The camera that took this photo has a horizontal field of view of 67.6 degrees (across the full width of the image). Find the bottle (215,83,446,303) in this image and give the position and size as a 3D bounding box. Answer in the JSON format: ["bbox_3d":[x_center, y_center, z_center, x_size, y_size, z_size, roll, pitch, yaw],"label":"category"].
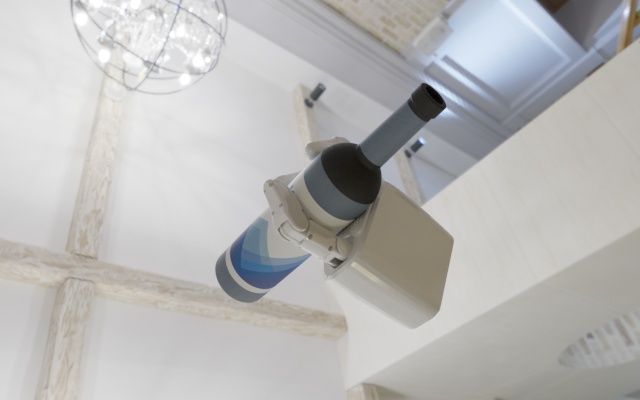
[{"bbox_3d":[0.000,0.002,0.455,0.069,0.069,0.296,0,-35,-47],"label":"bottle"}]
